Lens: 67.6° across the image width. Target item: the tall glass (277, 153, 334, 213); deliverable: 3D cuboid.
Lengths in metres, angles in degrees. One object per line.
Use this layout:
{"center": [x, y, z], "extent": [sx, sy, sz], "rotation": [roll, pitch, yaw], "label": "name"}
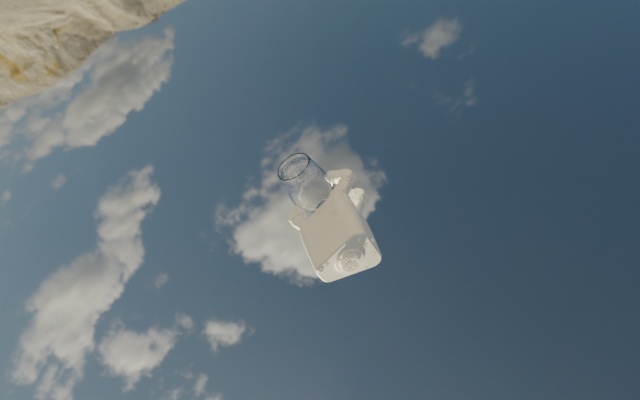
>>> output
{"center": [0.000, 0.003, 0.864], "extent": [0.079, 0.079, 0.201], "rotation": [0, -38, 36], "label": "tall glass"}
